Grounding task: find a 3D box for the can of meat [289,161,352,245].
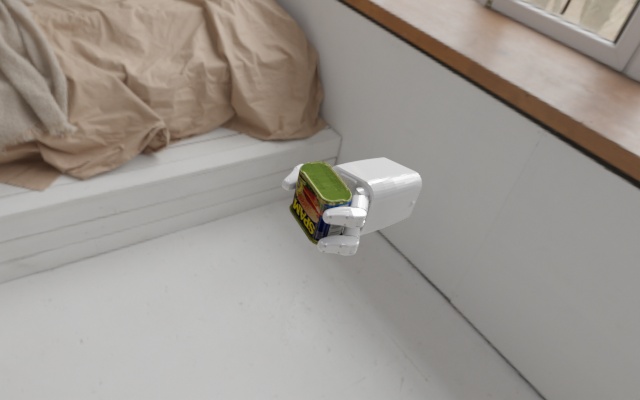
[{"bbox_3d":[0.000,0.002,0.718,0.057,0.084,0.102,-11,45,-28],"label":"can of meat"}]
